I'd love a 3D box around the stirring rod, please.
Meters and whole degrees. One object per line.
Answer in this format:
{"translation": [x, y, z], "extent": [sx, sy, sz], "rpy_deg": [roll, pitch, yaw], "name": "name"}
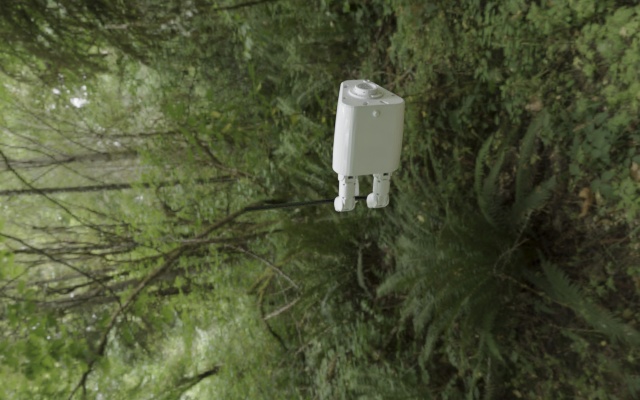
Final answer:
{"translation": [0.000, 0.002, 0.763], "extent": [0.239, 0.011, 0.011], "rpy_deg": [-6, 1, -12], "name": "stirring rod"}
